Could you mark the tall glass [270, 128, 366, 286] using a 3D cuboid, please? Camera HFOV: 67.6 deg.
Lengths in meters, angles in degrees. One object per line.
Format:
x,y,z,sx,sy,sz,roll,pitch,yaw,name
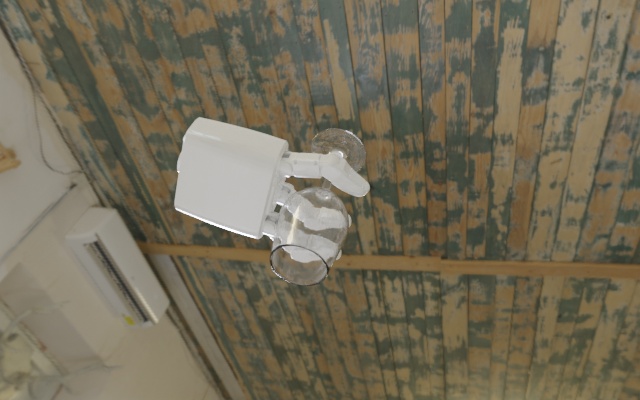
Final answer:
0.000,0.001,0.551,0.079,0.079,0.201,0,40,17,tall glass
